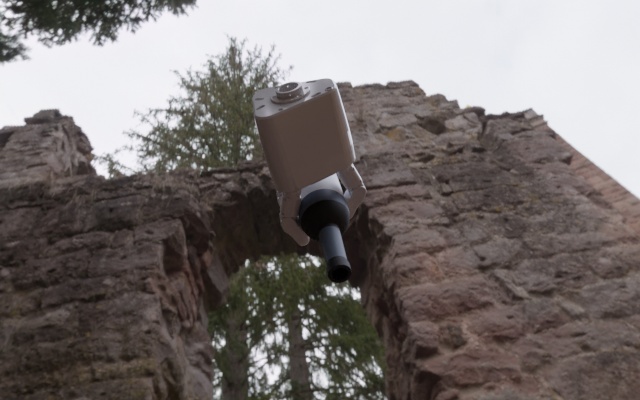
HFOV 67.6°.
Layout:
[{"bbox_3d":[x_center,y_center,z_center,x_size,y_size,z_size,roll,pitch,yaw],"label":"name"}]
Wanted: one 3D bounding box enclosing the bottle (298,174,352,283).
[{"bbox_3d":[0.000,0.002,0.657,0.069,0.069,0.295,0,33,-10],"label":"bottle"}]
